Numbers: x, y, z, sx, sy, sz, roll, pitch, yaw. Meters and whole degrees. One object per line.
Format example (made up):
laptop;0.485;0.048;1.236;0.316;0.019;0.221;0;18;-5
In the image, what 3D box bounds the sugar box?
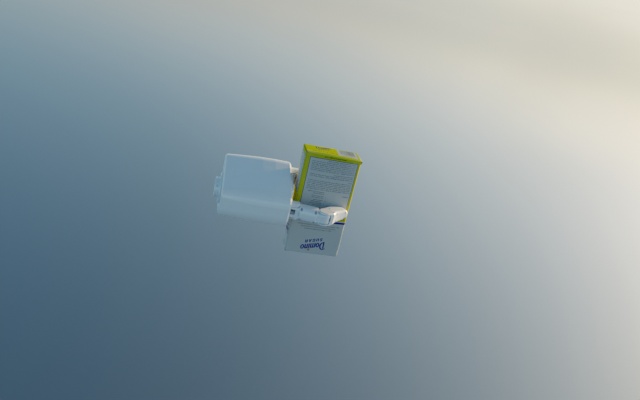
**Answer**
sugar box;0.000;0.002;0.782;0.093;0.176;0.048;9;25;-14
